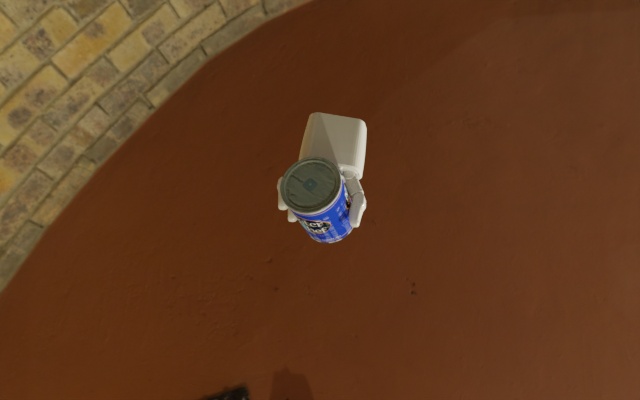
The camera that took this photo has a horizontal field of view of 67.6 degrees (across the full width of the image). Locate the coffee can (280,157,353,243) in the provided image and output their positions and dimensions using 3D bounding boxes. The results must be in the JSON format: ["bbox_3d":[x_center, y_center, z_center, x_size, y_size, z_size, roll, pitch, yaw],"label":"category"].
[{"bbox_3d":[0.000,0.003,0.830,0.103,0.102,0.140,0,-25,16],"label":"coffee can"}]
